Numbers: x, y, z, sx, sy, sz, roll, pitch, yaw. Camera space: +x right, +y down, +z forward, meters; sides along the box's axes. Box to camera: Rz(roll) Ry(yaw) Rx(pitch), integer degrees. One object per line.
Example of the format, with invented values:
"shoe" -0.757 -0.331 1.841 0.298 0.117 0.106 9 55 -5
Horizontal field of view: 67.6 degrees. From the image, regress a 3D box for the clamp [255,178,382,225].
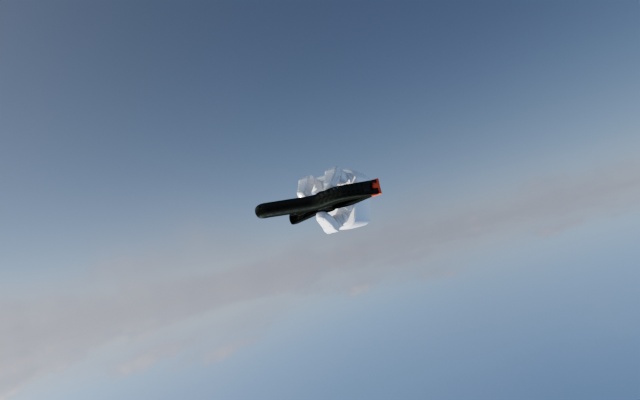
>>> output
"clamp" 0.001 0.003 0.831 0.210 0.036 0.164 -17 -11 23
